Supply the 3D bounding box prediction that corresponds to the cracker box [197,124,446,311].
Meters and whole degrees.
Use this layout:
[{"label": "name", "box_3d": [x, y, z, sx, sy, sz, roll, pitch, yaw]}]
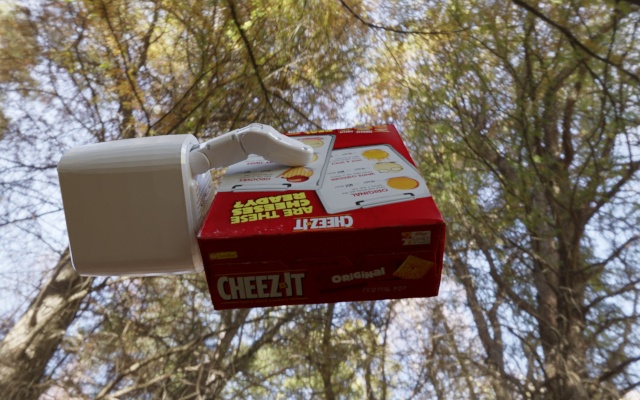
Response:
[{"label": "cracker box", "box_3d": [0.000, 0.001, 0.416, 0.164, 0.072, 0.213, -4, 26, 1]}]
